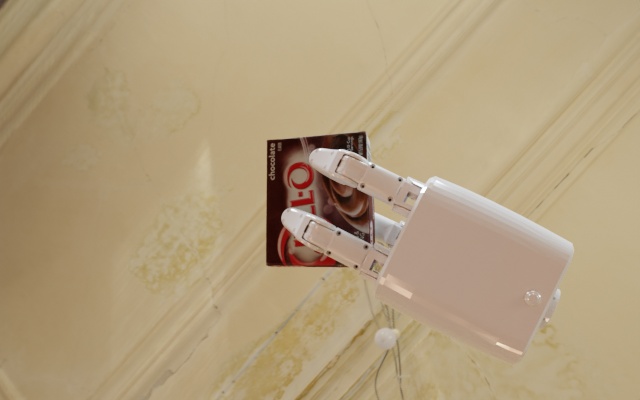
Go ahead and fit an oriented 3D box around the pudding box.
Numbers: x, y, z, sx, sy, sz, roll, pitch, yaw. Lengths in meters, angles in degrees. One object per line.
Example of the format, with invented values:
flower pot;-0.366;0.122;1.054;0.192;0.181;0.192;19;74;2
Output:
pudding box;0.000;0.001;0.413;0.090;0.113;0.039;-3;-10;15
